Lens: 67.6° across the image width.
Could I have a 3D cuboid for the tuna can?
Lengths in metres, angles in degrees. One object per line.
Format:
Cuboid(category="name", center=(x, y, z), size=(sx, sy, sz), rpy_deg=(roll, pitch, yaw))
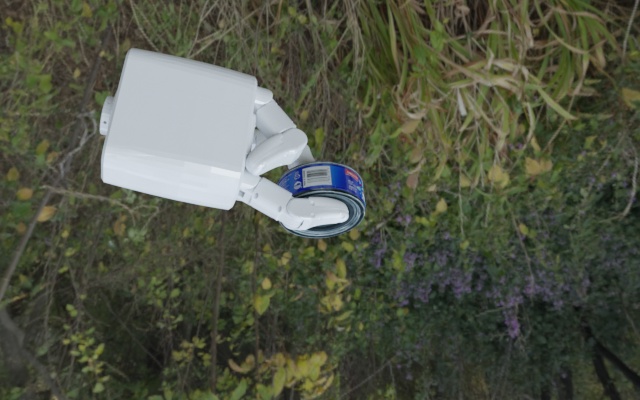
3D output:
Cuboid(category="tuna can", center=(0.000, 0.002, 0.458), size=(0.086, 0.033, 0.086), rpy_deg=(-3, -34, -2))
